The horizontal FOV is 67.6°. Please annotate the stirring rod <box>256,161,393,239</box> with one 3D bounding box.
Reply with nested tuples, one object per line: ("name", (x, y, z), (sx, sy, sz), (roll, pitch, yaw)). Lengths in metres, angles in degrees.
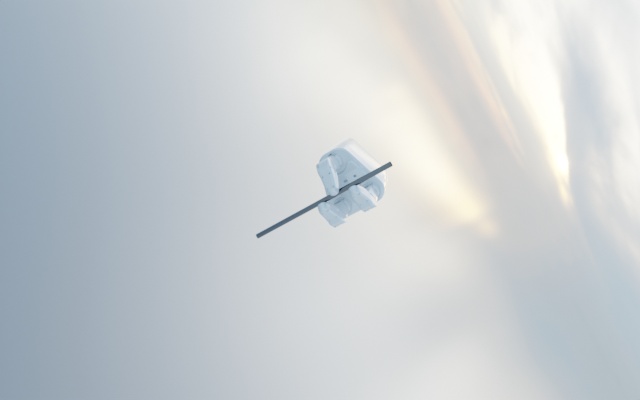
("stirring rod", (0.000, 0.002, 0.711), (0.239, 0.011, 0.011), (-29, -11, 20))
